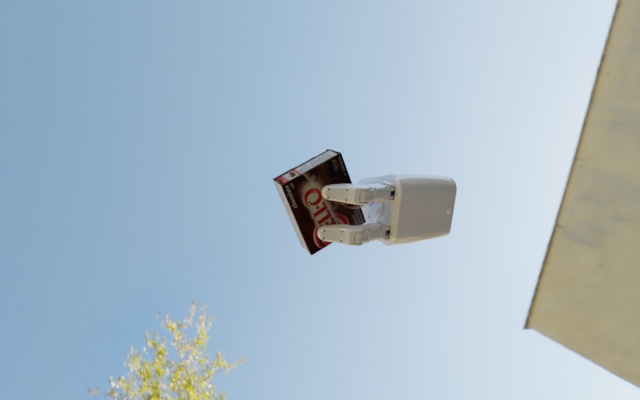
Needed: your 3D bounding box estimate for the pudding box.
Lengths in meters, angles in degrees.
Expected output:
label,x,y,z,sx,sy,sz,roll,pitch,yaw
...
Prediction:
label,x,y,z,sx,sy,sz,roll,pitch,yaw
pudding box,0.000,0.002,0.625,0.090,0.113,0.039,-30,26,-17
